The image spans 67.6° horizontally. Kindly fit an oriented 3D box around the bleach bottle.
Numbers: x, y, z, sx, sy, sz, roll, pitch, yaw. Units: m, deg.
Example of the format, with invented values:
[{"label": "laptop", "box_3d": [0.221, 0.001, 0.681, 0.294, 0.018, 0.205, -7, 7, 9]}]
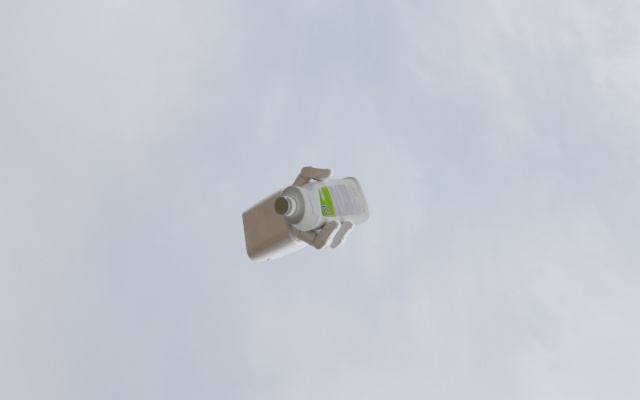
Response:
[{"label": "bleach bottle", "box_3d": [0.000, 0.003, 0.846, 0.068, 0.102, 0.251, -27, -14, 27]}]
